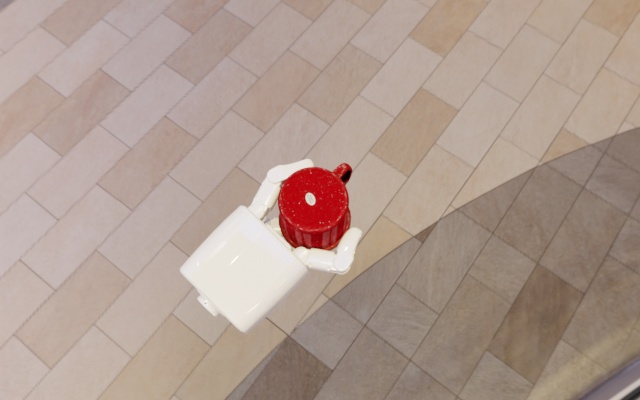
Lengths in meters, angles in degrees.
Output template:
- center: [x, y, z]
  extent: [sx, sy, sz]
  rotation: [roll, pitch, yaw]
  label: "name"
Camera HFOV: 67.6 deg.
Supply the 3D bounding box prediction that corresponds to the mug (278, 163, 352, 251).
- center: [0.001, 0.001, 0.577]
  extent: [0.093, 0.117, 0.081]
  rotation: [39, -14, 13]
  label: "mug"
